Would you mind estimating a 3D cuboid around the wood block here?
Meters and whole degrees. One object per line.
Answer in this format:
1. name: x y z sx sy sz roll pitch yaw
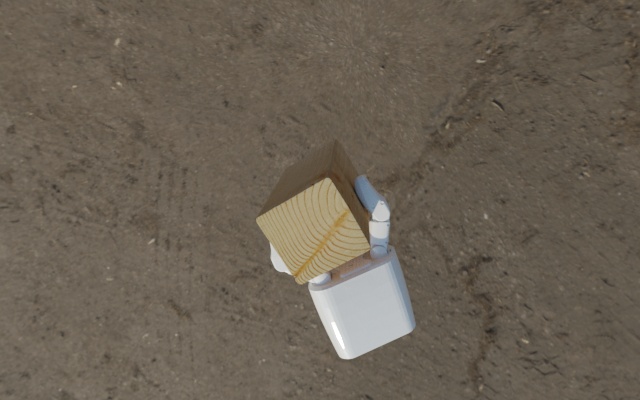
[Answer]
1. wood block: 0.001 0.002 0.582 0.091 0.090 0.206 -29 14 12
